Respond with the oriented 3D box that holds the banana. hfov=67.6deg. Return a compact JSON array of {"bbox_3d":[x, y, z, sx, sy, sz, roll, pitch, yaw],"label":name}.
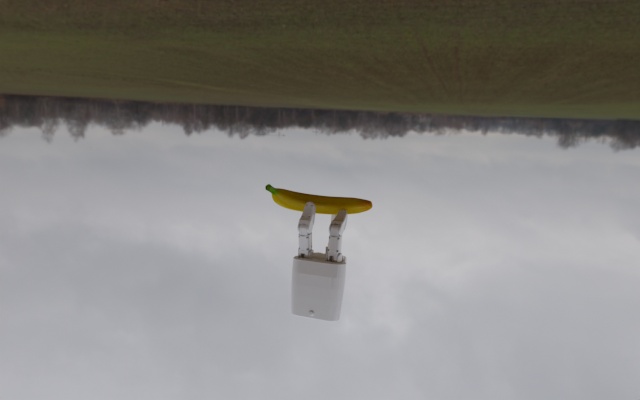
[{"bbox_3d":[-0.005,0.005,0.892,0.198,0.037,0.069,8,-8,-4],"label":"banana"}]
